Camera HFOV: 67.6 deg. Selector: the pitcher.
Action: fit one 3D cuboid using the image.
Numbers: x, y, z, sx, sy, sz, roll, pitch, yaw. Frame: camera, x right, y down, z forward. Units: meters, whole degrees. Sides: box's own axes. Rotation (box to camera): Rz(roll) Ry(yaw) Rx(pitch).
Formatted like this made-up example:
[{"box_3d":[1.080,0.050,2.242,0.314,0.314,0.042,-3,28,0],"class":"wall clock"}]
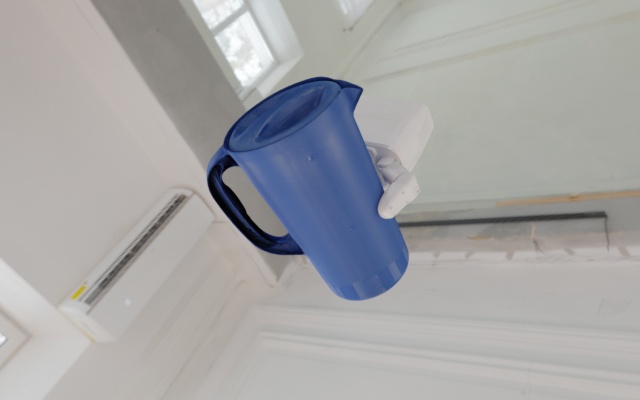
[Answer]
[{"box_3d":[0.000,0.002,0.533,0.149,0.243,0.145,-2,40,39],"class":"pitcher"}]
